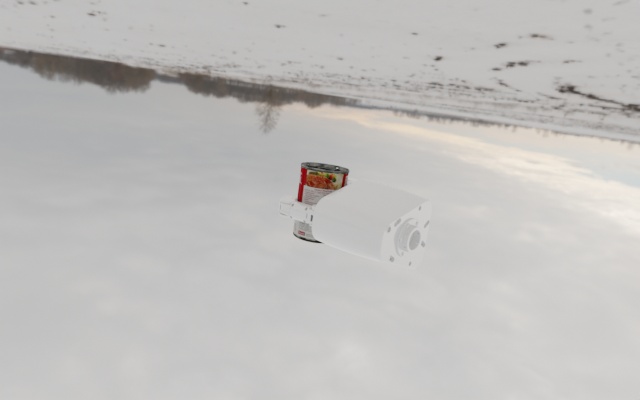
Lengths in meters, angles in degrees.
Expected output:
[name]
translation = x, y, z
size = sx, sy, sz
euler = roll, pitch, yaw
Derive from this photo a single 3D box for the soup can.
[soup can]
translation = 0.000, 0.002, 0.671
size = 0.068, 0.102, 0.068
euler = 7, 12, -2
